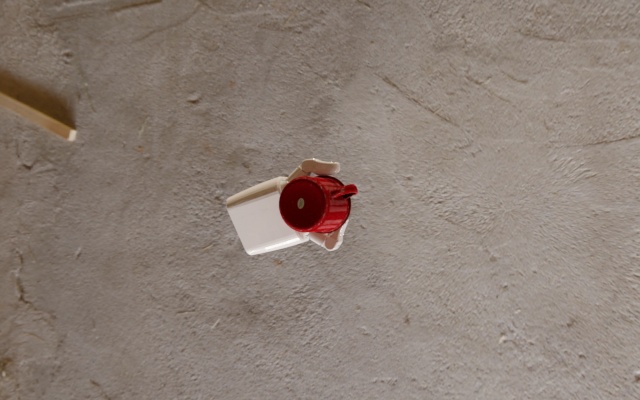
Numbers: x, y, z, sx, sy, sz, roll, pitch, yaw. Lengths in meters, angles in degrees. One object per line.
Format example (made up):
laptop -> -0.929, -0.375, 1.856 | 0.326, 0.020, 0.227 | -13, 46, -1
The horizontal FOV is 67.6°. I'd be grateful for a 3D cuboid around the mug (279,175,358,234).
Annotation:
mug -> 0.001, 0.002, 0.713 | 0.117, 0.093, 0.081 | -19, -8, 22
